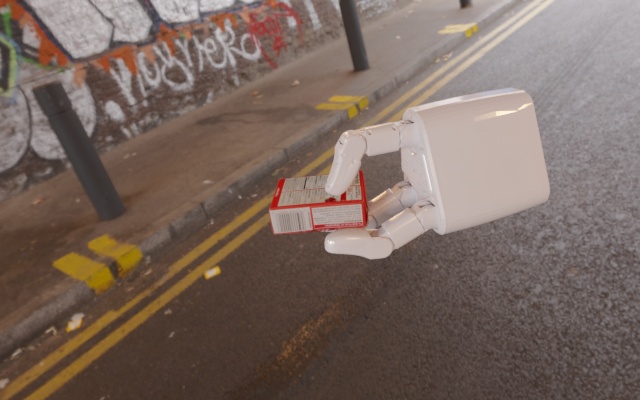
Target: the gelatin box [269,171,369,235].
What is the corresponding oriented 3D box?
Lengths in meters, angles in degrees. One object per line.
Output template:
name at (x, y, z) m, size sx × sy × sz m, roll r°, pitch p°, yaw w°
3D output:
gelatin box at (0.000, 0.001, 0.459) m, size 0.089 × 0.030 × 0.073 m, roll -5°, pitch 25°, yaw 5°
